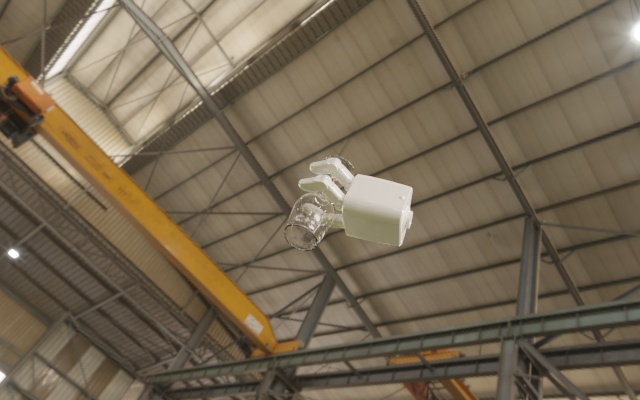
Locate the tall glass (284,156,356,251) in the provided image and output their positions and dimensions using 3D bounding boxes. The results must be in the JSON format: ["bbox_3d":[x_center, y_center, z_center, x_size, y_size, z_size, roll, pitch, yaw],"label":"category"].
[{"bbox_3d":[0.000,0.002,0.884,0.079,0.079,0.201,0,38,27],"label":"tall glass"}]
